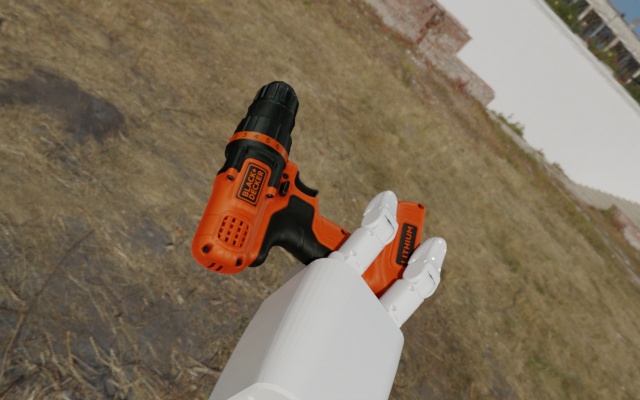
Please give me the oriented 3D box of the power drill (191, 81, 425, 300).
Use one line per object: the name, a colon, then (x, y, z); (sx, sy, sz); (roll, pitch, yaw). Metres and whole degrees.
power drill: (0.000, 0.002, 0.420); (0.188, 0.184, 0.057); (26, -28, -16)
